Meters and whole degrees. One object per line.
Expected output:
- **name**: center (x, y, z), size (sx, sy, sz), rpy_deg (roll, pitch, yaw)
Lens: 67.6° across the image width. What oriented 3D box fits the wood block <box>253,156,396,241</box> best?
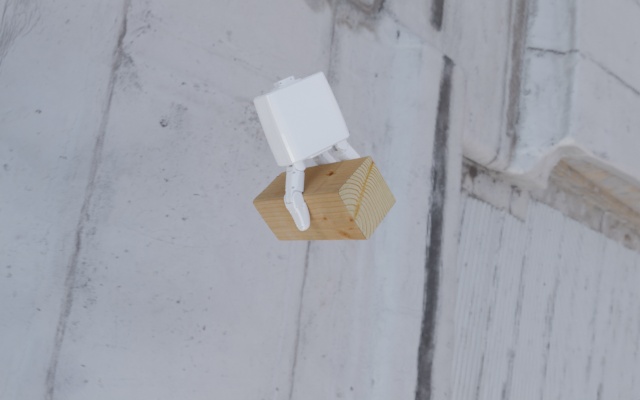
- **wood block**: center (0.000, 0.002, 0.756), size (0.206, 0.090, 0.090), rpy_deg (-6, 34, 48)
